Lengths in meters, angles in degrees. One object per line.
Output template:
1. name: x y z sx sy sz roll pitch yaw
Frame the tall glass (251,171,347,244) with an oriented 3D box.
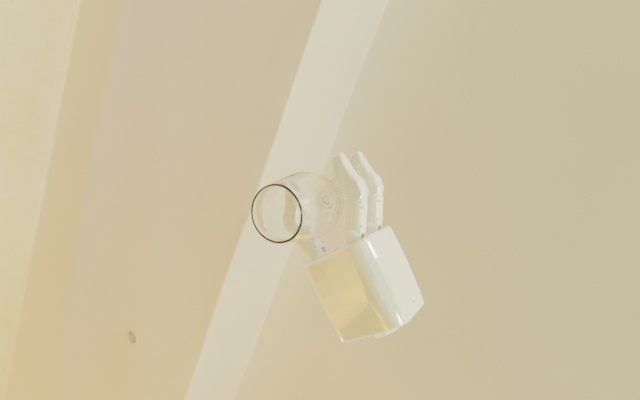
1. tall glass: 0.000 0.002 0.572 0.079 0.079 0.201 0 7 28
